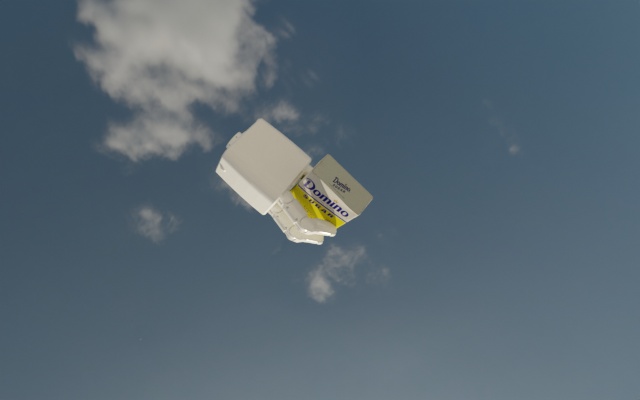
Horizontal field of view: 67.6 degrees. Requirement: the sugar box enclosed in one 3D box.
[{"bbox_3d":[0.000,0.003,0.743,0.048,0.093,0.176,-48,4,-25],"label":"sugar box"}]
